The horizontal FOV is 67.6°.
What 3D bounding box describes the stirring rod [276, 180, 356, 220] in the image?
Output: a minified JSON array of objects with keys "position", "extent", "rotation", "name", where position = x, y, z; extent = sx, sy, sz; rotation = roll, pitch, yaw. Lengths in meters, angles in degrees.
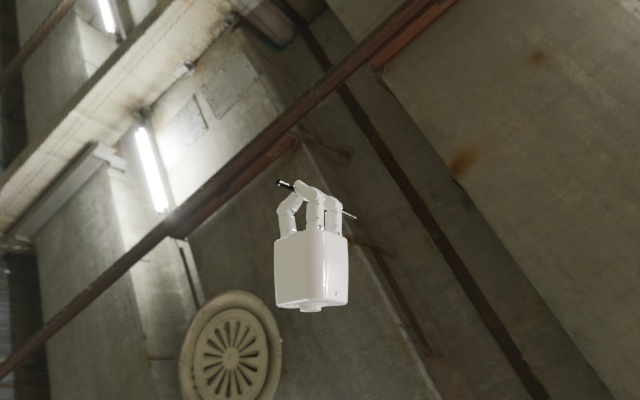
[{"position":[0.000,0.003,0.837],"extent":[0.011,0.011,0.239],"rotation":[0,-15,34],"name":"stirring rod"}]
